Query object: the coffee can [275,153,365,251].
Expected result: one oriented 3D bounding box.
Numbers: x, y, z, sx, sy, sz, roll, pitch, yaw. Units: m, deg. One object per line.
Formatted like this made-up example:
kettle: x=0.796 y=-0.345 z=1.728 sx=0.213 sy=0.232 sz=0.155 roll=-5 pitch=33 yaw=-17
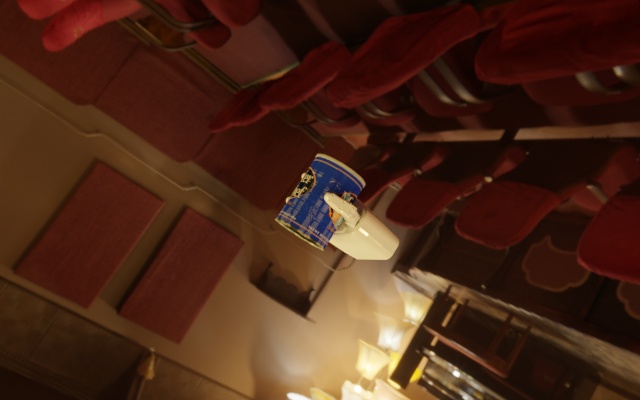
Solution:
coffee can: x=0.000 y=0.003 z=0.847 sx=0.103 sy=0.140 sz=0.103 roll=32 pitch=-9 yaw=5
